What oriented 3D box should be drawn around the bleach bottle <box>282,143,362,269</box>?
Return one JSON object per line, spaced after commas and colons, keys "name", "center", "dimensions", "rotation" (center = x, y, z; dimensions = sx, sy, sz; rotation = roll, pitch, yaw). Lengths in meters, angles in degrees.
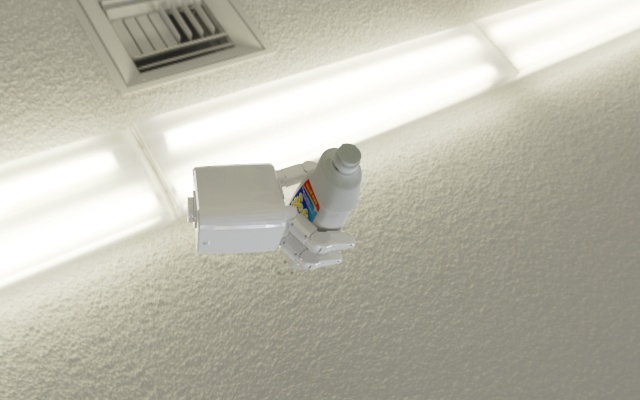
{"name": "bleach bottle", "center": [0.000, 0.002, 0.637], "dimensions": [0.068, 0.102, 0.251], "rotation": [-3, -29, -18]}
